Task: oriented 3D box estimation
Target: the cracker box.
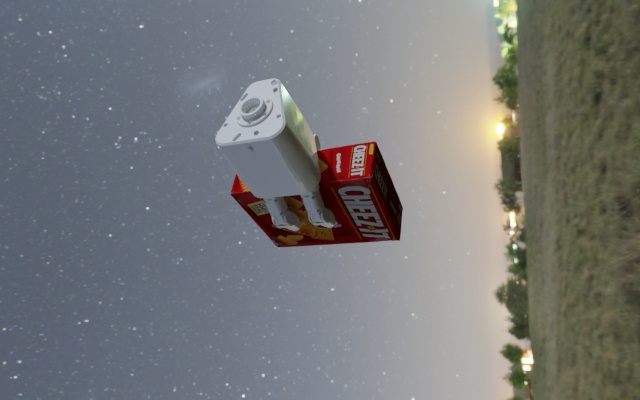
[{"bbox_3d":[0.000,0.002,0.717,0.214,0.072,0.164,-5,-36,22],"label":"cracker box"}]
